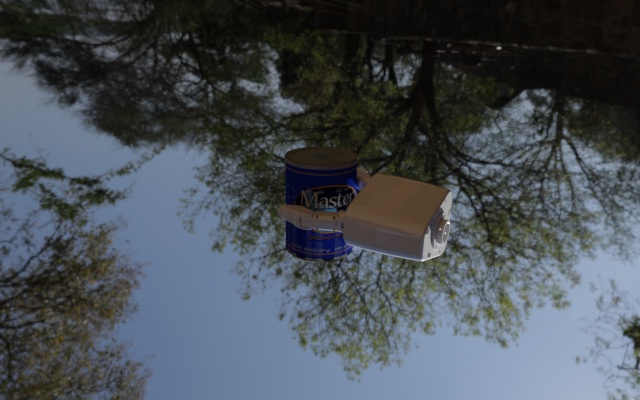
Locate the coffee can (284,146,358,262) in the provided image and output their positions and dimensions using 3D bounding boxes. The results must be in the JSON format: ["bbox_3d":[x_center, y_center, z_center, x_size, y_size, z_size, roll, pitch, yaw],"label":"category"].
[{"bbox_3d":[0.000,0.002,0.687,0.103,0.140,0.102,1,20,0],"label":"coffee can"}]
